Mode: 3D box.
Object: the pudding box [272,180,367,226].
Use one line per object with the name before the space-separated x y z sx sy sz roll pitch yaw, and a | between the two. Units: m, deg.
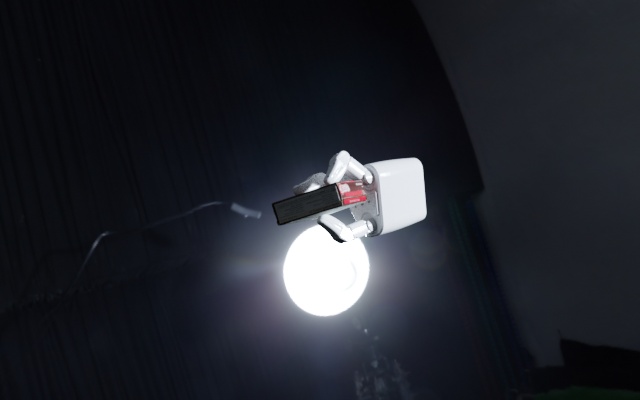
pudding box | 0.000 0.002 0.701 0.113 0.039 0.090 -20 -6 27
